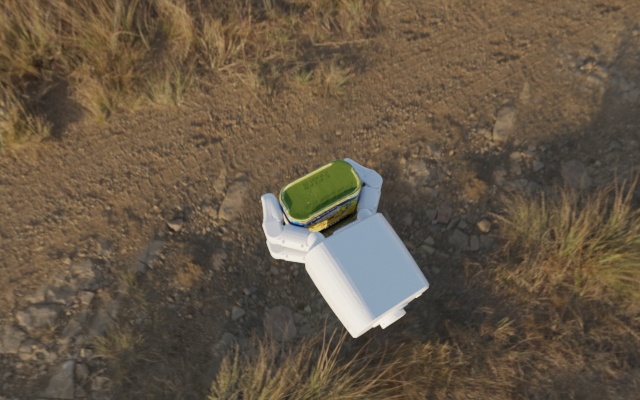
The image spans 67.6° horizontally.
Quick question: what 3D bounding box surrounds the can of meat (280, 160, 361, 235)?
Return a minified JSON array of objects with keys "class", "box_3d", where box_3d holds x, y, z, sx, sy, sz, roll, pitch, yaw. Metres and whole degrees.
[{"class":"can of meat","box_3d":[0.000,0.002,0.591,0.102,0.057,0.084,-29,-18,-11]}]
